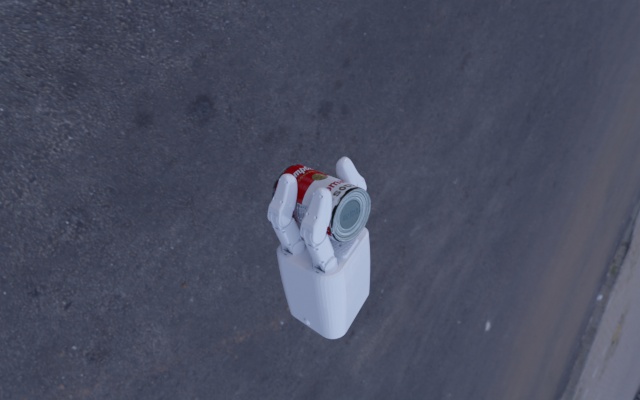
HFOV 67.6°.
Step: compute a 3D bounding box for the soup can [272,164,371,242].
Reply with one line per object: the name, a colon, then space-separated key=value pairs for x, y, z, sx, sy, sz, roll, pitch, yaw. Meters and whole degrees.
soup can: x=0.000 y=0.001 z=0.569 sx=0.102 sy=0.068 sz=0.068 roll=24 pitch=15 yaw=39
